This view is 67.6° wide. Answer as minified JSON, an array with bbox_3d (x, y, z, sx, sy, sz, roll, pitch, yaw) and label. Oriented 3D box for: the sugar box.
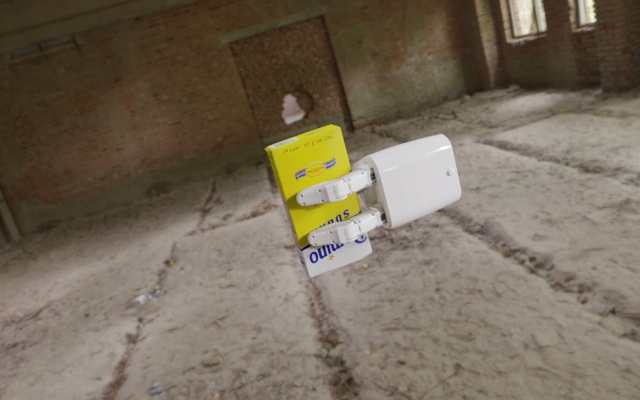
[{"bbox_3d":[0.000,0.002,0.610,0.093,0.176,0.048,-20,16,-10],"label":"sugar box"}]
